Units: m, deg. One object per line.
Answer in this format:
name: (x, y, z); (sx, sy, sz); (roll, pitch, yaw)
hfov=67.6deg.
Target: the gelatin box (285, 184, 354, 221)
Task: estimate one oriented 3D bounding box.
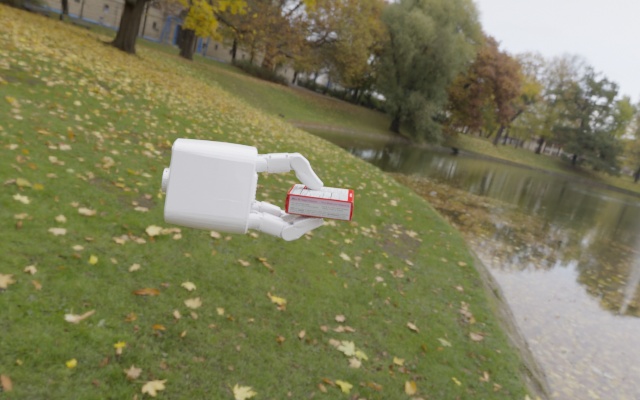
gelatin box: (0.000, 0.002, 0.650); (0.089, 0.030, 0.073); (6, 13, 3)
